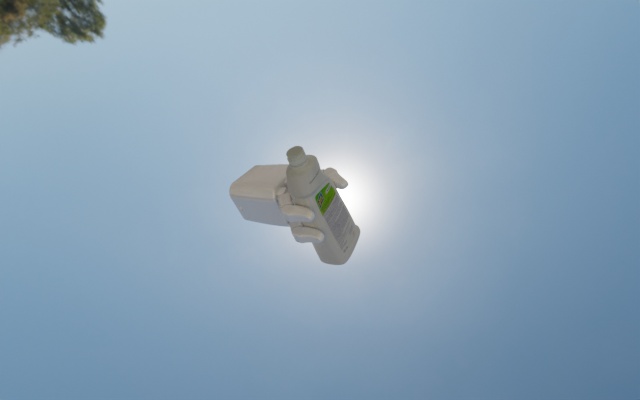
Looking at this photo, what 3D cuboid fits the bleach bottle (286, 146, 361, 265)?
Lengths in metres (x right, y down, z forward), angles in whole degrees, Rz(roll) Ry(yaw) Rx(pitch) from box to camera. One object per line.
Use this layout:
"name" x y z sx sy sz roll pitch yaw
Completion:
"bleach bottle" 0.000 0.003 0.846 0.068 0.102 0.251 3 -42 28
